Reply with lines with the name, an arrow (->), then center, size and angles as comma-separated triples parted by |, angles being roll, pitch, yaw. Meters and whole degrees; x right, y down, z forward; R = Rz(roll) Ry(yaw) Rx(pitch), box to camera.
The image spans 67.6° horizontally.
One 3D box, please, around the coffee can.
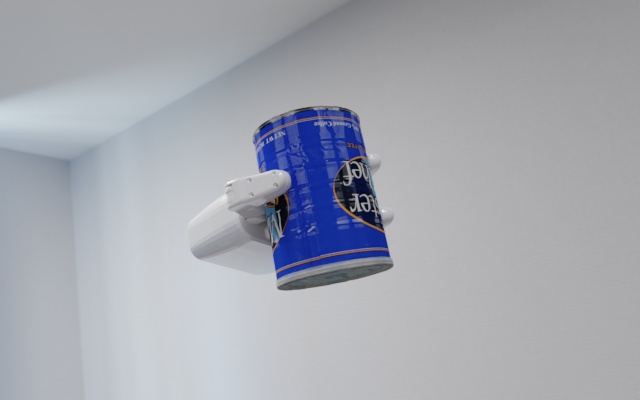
coffee can -> 0.000, 0.001, 0.430 | 0.103, 0.140, 0.103 | -10, -15, -3
